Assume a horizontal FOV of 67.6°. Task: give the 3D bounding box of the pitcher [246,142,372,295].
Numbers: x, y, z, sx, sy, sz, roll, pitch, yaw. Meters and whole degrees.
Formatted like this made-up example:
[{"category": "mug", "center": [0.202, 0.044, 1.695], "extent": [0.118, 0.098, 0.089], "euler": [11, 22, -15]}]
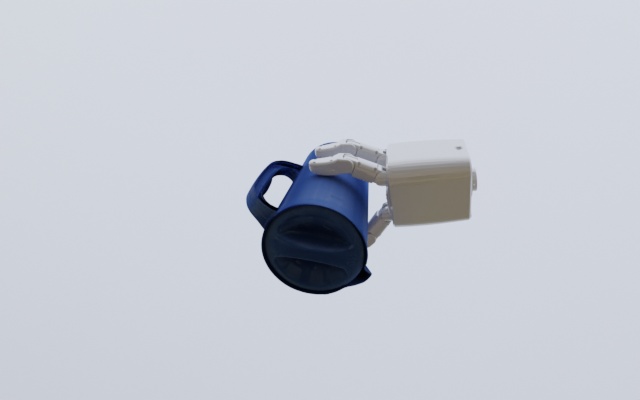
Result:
[{"category": "pitcher", "center": [0.000, 0.002, 0.679], "extent": [0.145, 0.149, 0.242], "euler": [-7, 27, 13]}]
